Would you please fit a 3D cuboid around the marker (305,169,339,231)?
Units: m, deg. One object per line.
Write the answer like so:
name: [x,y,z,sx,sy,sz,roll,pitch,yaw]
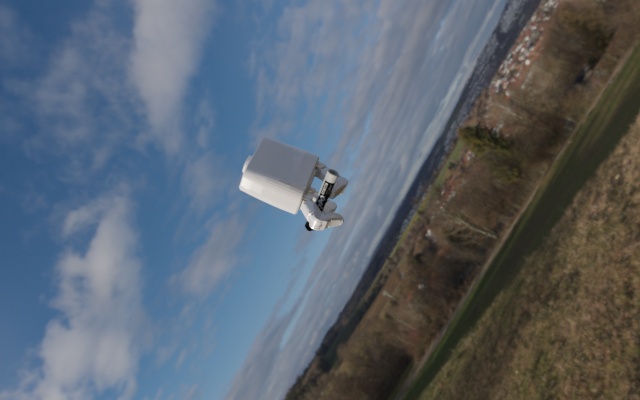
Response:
marker: [0.000,0.003,0.788,0.020,0.121,0.020,17,32,-11]
